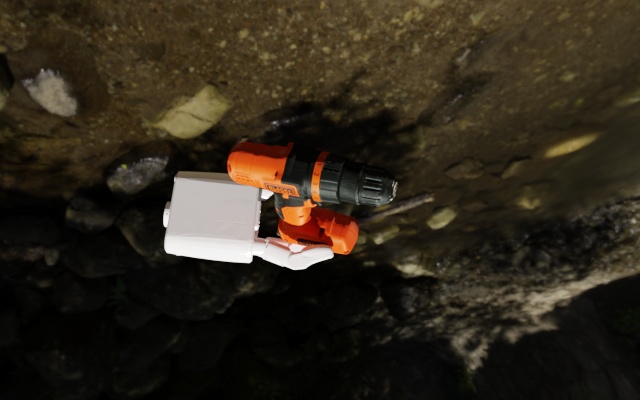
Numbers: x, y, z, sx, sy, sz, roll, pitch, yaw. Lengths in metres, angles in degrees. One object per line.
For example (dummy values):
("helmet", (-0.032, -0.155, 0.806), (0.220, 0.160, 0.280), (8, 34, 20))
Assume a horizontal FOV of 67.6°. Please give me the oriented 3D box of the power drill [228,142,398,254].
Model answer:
("power drill", (0.000, 0.002, 0.564), (0.184, 0.057, 0.188), (13, -25, 16))
